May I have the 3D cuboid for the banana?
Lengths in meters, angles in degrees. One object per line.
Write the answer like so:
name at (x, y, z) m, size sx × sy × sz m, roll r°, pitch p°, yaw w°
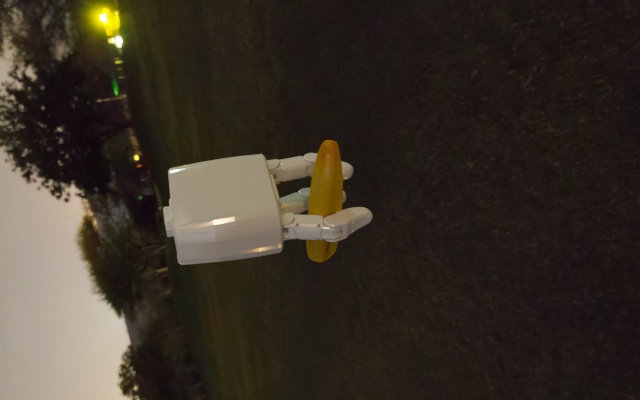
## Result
banana at (0.002, 0.019, 0.546) m, size 0.037 × 0.069 × 0.198 m, roll -3°, pitch -35°, yaw -6°
